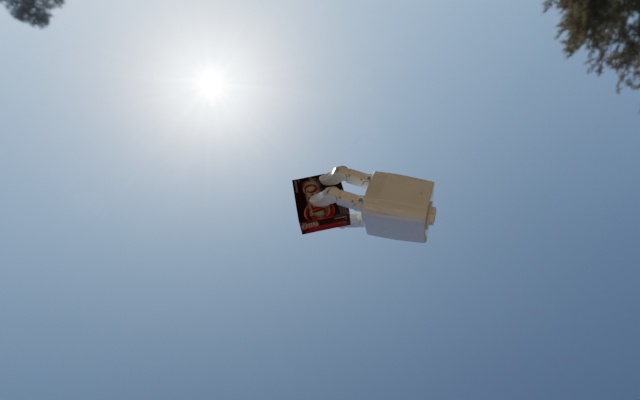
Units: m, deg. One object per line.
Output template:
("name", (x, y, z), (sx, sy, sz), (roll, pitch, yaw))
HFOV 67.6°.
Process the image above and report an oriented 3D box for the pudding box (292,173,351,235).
("pudding box", (0.000, 0.003, 0.863), (0.090, 0.039, 0.113), (-11, 44, -2))
